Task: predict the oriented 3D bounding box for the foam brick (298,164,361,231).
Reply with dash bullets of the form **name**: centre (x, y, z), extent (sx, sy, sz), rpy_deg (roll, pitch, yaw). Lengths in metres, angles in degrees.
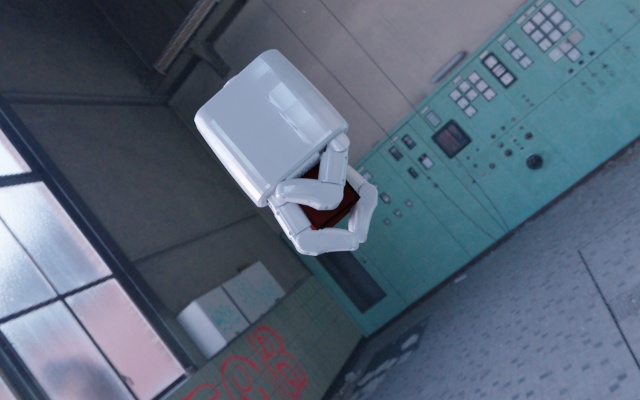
- **foam brick**: centre (0.000, 0.002, 0.488), extent (0.053, 0.051, 0.078), rpy_deg (-39, -7, -14)
